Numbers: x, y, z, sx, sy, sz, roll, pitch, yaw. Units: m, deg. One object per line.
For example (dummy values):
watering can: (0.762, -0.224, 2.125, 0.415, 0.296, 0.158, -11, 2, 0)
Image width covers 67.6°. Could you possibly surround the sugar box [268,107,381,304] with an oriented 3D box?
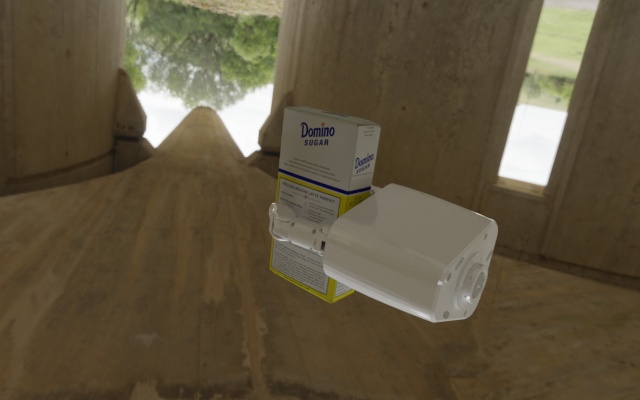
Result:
sugar box: (0.001, 0.002, 0.477, 0.093, 0.176, 0.048, 21, 19, 35)
